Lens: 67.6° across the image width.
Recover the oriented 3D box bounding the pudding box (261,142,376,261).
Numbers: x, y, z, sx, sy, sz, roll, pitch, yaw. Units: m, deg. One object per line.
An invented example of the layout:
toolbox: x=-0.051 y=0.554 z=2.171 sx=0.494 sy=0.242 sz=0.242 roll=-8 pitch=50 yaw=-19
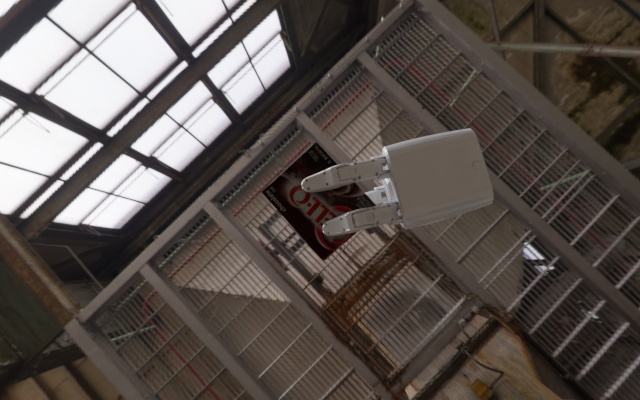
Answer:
pudding box: x=0.000 y=0.002 z=0.574 sx=0.090 sy=0.113 sz=0.039 roll=-43 pitch=-8 yaw=-1
